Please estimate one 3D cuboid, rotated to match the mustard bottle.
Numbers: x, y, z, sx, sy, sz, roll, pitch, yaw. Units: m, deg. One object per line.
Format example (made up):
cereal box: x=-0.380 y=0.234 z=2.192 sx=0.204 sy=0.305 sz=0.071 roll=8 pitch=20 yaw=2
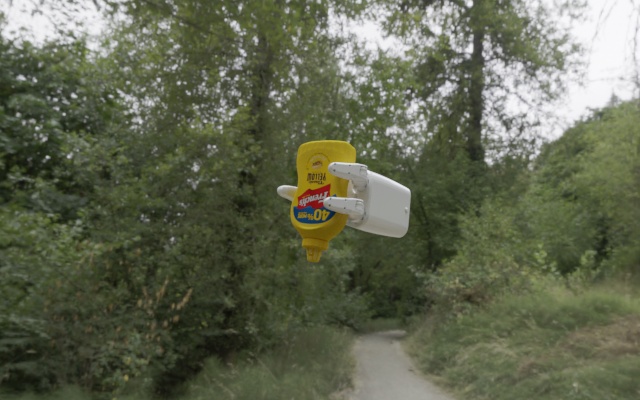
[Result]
mustard bottle: x=0.000 y=0.002 z=0.764 sx=0.096 sy=0.191 sz=0.058 roll=1 pitch=-14 yaw=26
